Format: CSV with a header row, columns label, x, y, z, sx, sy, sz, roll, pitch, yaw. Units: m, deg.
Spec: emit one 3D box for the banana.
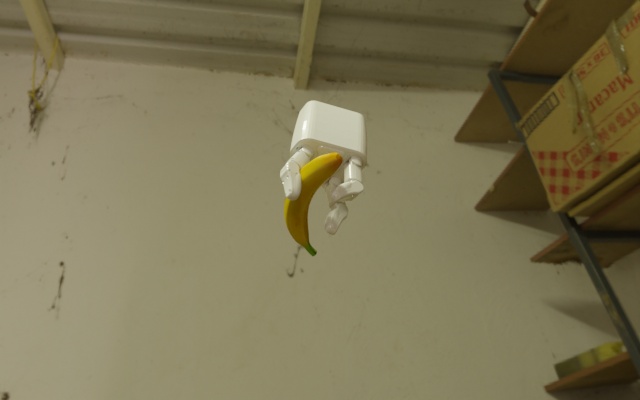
label,x,y,z,sx,sy,sz,roll,pitch,yaw
banana,-0.018,-0.001,0.708,0.069,0.198,0.037,18,42,5
